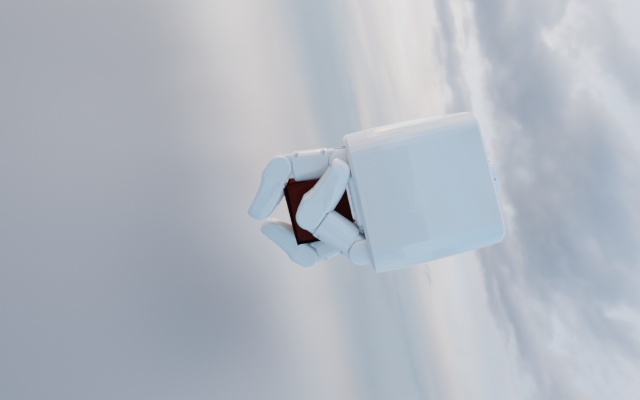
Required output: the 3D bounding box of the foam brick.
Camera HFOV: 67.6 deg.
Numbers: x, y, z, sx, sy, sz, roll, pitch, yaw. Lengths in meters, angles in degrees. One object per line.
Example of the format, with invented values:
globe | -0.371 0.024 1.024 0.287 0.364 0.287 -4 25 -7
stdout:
foam brick | 0.000 0.001 0.430 0.051 0.053 0.078 -13 12 3
